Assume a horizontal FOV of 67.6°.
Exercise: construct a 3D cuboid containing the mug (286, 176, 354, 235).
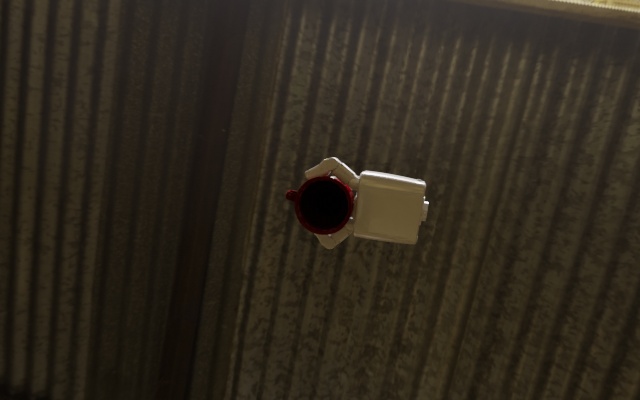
[{"bbox_3d":[-0.001,0.002,0.790,0.117,0.093,0.081,11,7,10],"label":"mug"}]
